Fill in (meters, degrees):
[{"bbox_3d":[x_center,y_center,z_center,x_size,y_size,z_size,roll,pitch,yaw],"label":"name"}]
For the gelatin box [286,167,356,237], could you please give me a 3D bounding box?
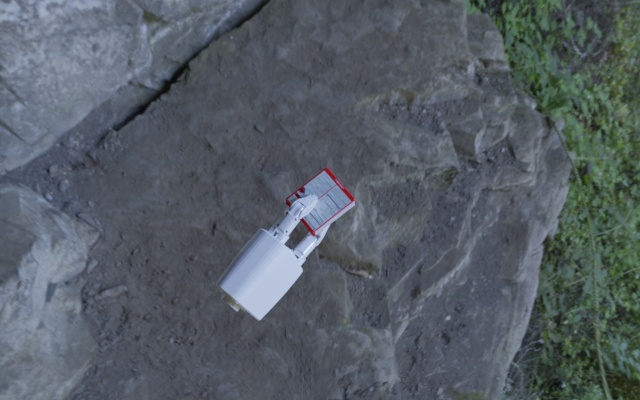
[{"bbox_3d":[0.000,0.002,0.765,0.089,0.073,0.030,-38,-17,-8],"label":"gelatin box"}]
